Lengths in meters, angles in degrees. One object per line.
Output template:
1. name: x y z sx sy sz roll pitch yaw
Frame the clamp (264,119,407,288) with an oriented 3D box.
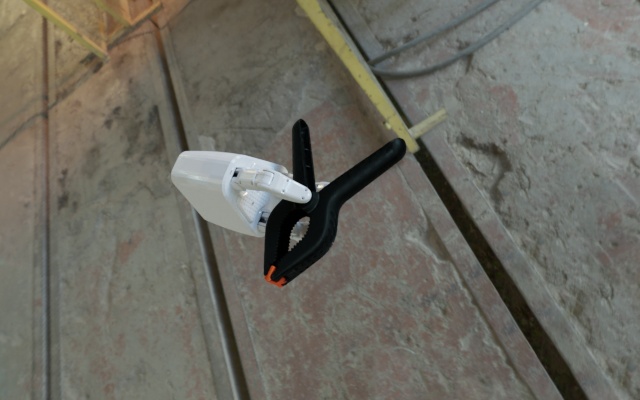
1. clamp: -0.001 0.002 0.545 0.164 0.210 0.036 10 -18 38
